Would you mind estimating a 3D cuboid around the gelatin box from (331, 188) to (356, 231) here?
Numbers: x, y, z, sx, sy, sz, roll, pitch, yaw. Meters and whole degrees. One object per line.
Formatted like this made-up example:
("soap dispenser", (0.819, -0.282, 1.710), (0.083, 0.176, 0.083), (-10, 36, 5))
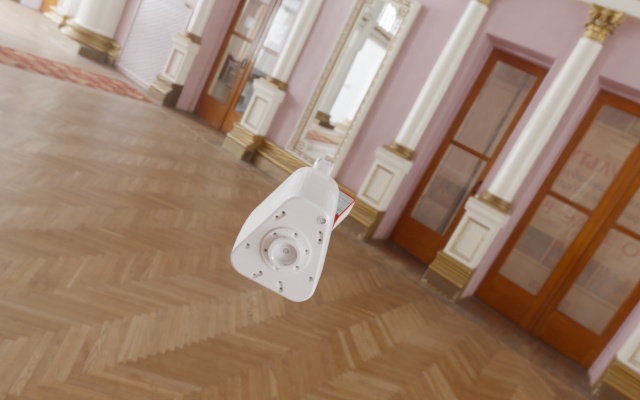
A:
("gelatin box", (0.000, 0.002, 0.636), (0.073, 0.030, 0.089), (32, 23, 8))
